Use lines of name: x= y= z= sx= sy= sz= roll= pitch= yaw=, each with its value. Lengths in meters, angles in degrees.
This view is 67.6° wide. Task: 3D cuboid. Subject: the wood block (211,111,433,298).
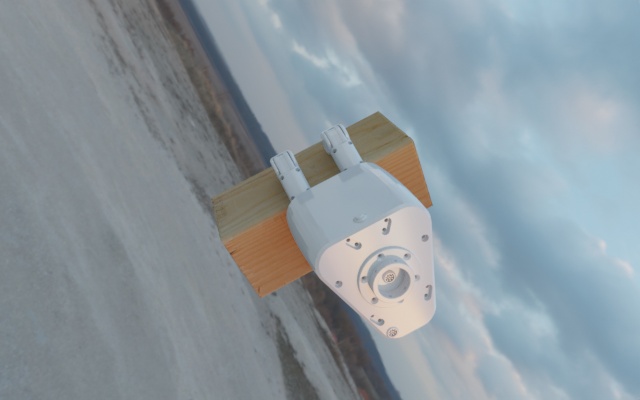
wood block: x=0.000 y=0.002 z=0.511 sx=0.206 sy=0.091 sz=0.090 roll=-27 pitch=34 yaw=-3
